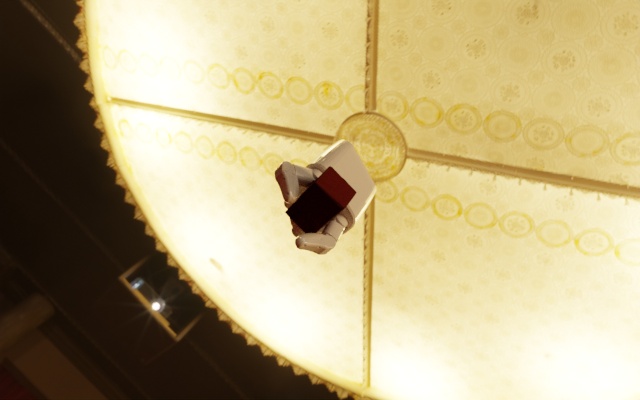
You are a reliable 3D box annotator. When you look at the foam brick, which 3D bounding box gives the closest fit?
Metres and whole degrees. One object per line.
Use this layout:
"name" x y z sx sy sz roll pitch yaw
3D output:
"foam brick" 0.000 0.002 0.644 0.078 0.053 0.051 -43 3 39
